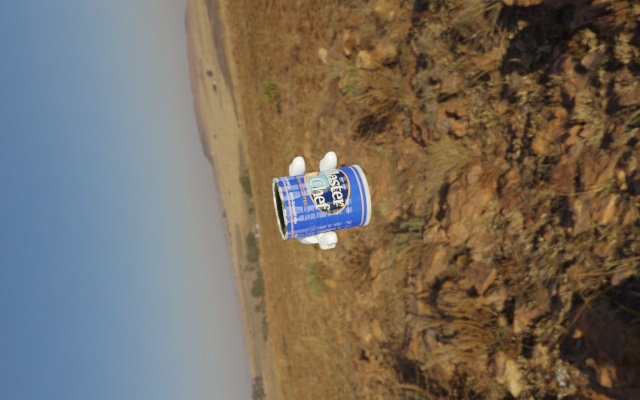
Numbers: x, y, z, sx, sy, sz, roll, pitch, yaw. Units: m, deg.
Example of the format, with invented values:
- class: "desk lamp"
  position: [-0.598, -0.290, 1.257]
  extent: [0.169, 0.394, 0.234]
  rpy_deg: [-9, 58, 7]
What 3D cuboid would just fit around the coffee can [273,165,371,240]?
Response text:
- class: "coffee can"
  position: [0.000, 0.003, 0.784]
  extent: [0.140, 0.103, 0.103]
  rpy_deg: [-10, 2, -12]
